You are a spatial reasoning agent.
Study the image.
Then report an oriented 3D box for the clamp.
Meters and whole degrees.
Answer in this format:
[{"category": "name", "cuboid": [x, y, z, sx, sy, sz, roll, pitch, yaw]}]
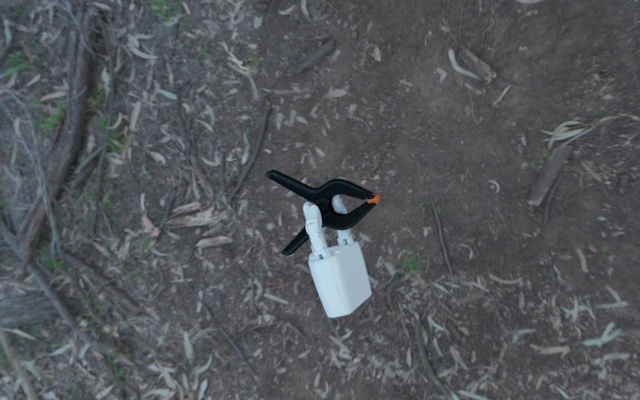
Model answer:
[{"category": "clamp", "cuboid": [0.000, 0.003, 0.873, 0.210, 0.164, 0.036, -16, 7, 18]}]
